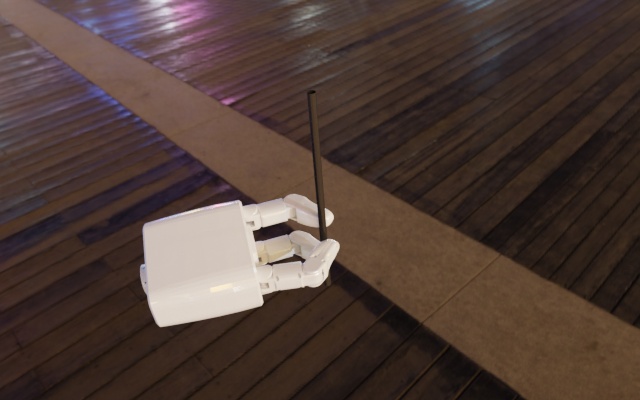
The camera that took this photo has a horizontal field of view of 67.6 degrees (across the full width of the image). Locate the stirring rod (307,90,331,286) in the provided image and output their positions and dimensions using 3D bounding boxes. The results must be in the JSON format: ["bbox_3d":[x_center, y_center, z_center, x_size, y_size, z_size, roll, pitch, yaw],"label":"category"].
[{"bbox_3d":[0.000,0.002,0.487,0.011,0.240,0.011,-3,37,2],"label":"stirring rod"}]
